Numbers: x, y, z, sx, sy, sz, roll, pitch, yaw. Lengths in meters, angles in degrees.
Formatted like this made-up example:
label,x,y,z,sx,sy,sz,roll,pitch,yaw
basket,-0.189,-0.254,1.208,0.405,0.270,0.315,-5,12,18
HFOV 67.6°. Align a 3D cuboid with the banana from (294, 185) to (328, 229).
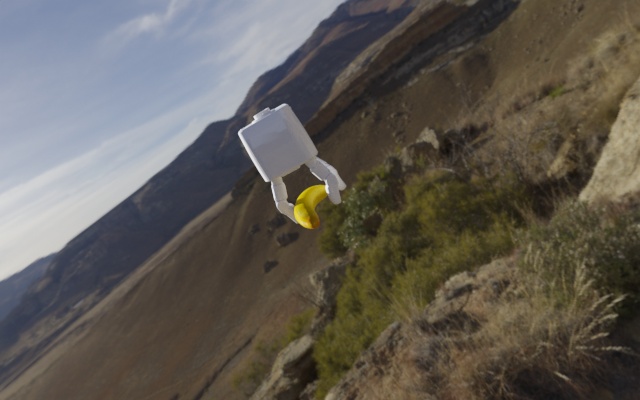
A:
label,x,y,z,sx,sy,sz,roll,pitch,yaw
banana,-0.016,0.007,0.896,0.069,0.037,0.197,-18,18,20
